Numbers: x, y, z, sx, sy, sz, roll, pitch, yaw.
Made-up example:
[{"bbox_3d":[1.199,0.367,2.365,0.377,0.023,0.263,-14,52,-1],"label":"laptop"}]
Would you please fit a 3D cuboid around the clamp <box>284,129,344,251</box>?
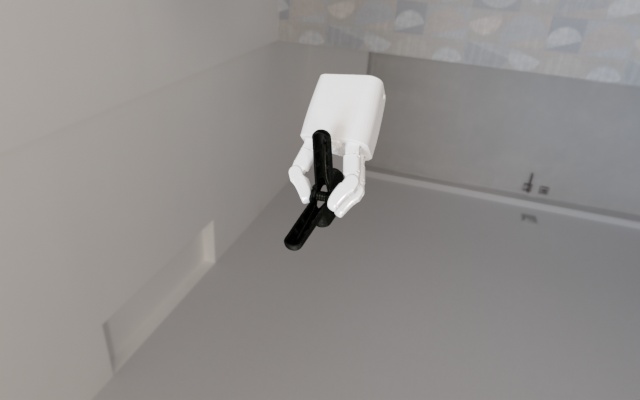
[{"bbox_3d":[0.000,0.002,0.713,0.036,0.164,0.210,16,-8,15],"label":"clamp"}]
